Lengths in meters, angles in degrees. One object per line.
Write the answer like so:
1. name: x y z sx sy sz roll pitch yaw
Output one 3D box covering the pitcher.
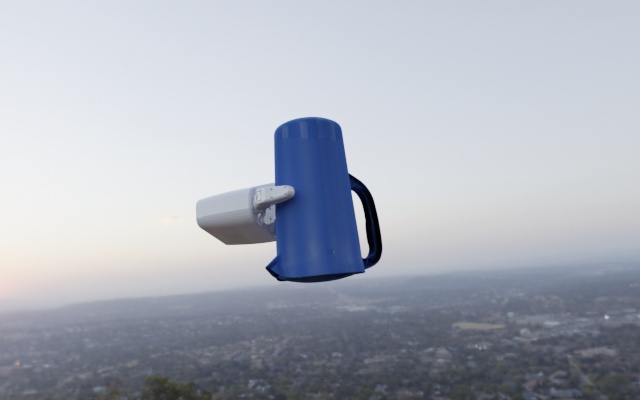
1. pitcher: 0.000 0.002 0.735 0.145 0.242 0.149 -10 -12 23
